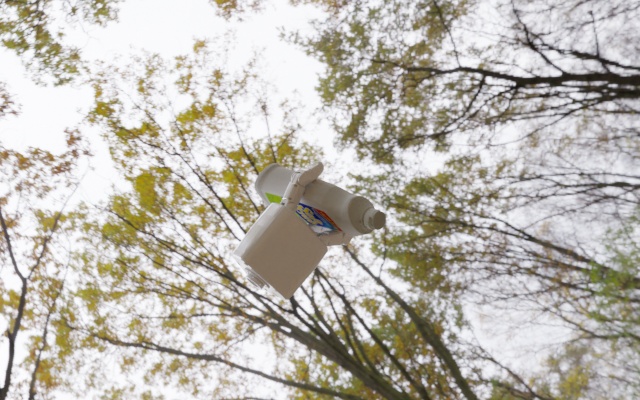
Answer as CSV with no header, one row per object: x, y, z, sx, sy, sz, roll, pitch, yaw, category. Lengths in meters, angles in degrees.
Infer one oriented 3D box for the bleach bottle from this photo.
0.000,0.003,0.779,0.251,0.068,0.103,14,-32,48,bleach bottle
